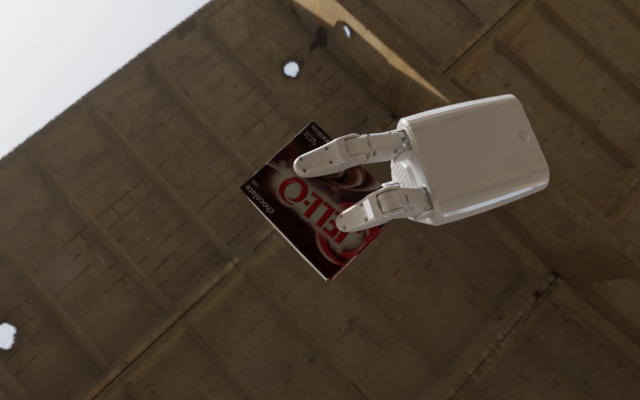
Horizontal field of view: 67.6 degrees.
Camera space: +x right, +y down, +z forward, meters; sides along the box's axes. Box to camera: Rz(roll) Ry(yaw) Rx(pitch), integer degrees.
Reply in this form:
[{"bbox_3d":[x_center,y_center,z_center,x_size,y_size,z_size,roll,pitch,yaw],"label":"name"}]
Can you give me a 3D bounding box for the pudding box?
[{"bbox_3d":[0.000,0.001,0.420,0.090,0.113,0.039,-44,-11,-11],"label":"pudding box"}]
